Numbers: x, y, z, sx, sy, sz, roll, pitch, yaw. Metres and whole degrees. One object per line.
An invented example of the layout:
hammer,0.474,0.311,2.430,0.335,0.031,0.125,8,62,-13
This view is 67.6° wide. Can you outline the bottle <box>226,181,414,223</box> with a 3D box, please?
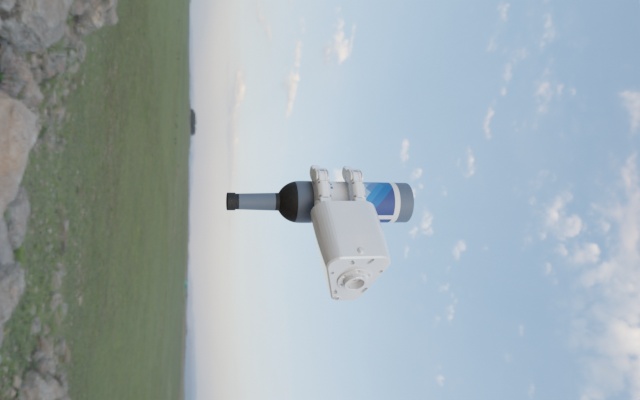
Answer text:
bottle,0.000,0.002,0.760,0.296,0.069,0.069,0,0,-15
